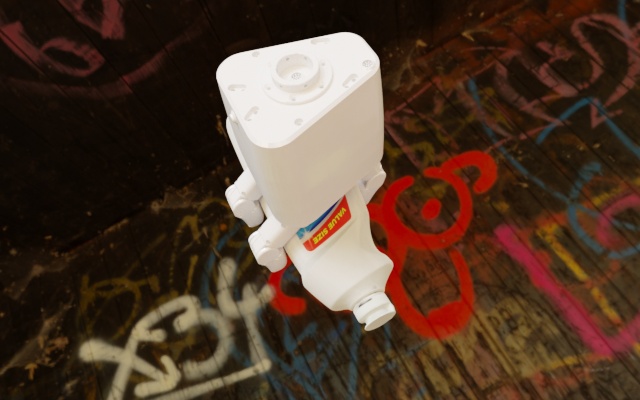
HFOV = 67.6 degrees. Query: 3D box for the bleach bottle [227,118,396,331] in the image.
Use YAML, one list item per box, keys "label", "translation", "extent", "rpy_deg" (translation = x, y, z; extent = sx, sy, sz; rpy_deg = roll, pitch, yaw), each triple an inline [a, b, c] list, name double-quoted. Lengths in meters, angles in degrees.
- label: "bleach bottle"
  translation: [0.000, 0.002, 0.452]
  extent: [0.102, 0.250, 0.068]
  rpy_deg: [-26, -29, -9]
